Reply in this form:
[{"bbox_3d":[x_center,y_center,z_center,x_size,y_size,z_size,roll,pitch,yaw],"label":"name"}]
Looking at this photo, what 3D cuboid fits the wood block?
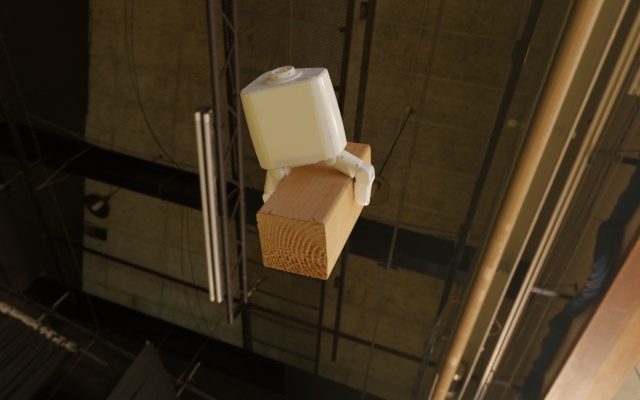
[{"bbox_3d":[0.000,0.002,0.663,0.091,0.090,0.206,9,36,18],"label":"wood block"}]
